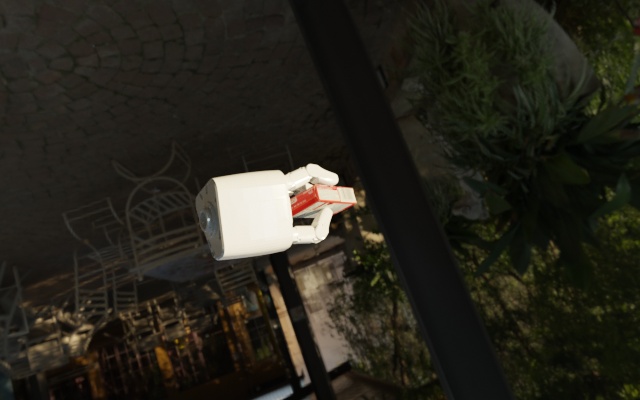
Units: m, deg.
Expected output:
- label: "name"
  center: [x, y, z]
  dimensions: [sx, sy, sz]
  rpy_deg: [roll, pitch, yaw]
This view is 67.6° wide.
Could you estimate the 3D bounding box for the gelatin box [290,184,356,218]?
- label: "gelatin box"
  center: [0.000, 0.003, 0.757]
  dimensions: [0.089, 0.030, 0.073]
  rpy_deg: [4, -24, -44]
